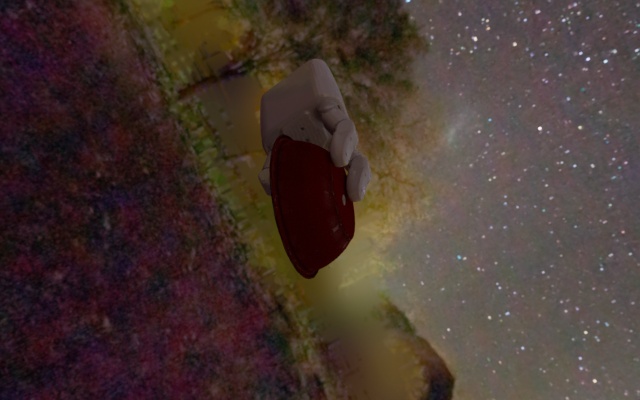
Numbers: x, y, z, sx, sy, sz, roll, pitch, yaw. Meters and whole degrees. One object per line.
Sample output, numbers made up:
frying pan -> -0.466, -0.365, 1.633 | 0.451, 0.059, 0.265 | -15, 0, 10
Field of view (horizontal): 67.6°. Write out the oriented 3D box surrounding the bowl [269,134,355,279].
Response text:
bowl -> 0.001, 0.003, 0.522 | 0.055, 0.162, 0.162 | -11, -3, 15
